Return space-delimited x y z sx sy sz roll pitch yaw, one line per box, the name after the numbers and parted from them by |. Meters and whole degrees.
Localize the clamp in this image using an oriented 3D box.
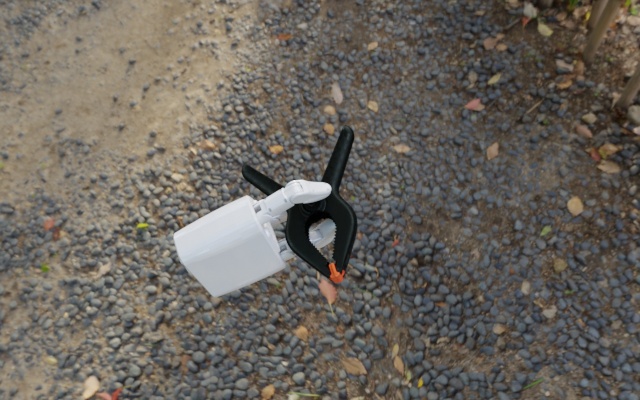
0.000 0.002 0.622 0.164 0.210 0.036 -27 -27 3 | clamp
